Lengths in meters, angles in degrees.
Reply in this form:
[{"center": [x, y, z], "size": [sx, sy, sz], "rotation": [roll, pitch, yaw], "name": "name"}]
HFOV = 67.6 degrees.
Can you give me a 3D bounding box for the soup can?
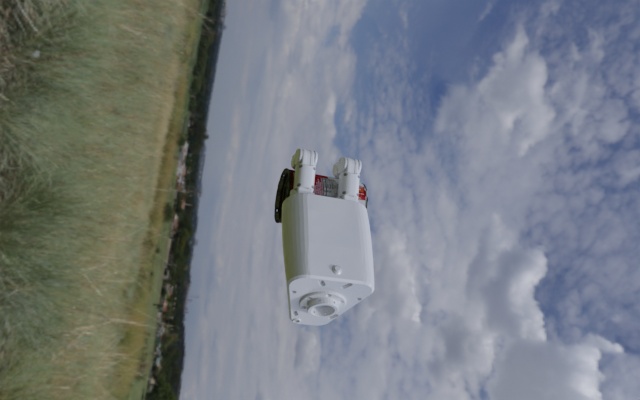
[{"center": [0.000, 0.002, 0.593], "size": [0.102, 0.068, 0.068], "rotation": [9, -3, -15], "name": "soup can"}]
